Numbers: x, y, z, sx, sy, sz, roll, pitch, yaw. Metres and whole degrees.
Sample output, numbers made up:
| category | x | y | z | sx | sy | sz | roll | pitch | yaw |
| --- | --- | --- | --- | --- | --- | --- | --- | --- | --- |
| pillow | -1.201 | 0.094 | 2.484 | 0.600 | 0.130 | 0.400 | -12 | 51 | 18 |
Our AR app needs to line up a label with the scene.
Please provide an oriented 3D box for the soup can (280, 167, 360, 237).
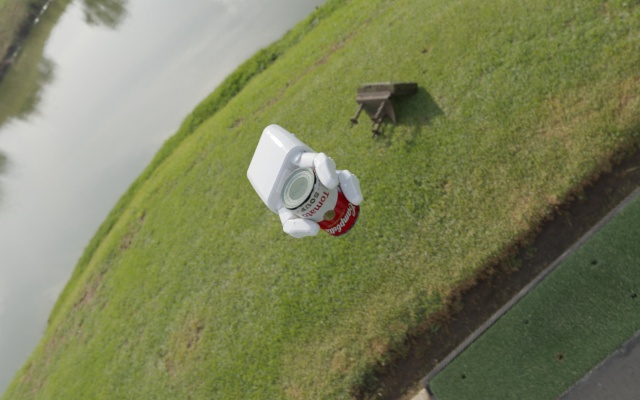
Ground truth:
| category | x | y | z | sx | sy | sz | roll | pitch | yaw |
| --- | --- | --- | --- | --- | --- | --- | --- | --- | --- |
| soup can | 0.000 | 0.002 | 0.690 | 0.068 | 0.068 | 0.102 | 0 | -25 | 45 |
